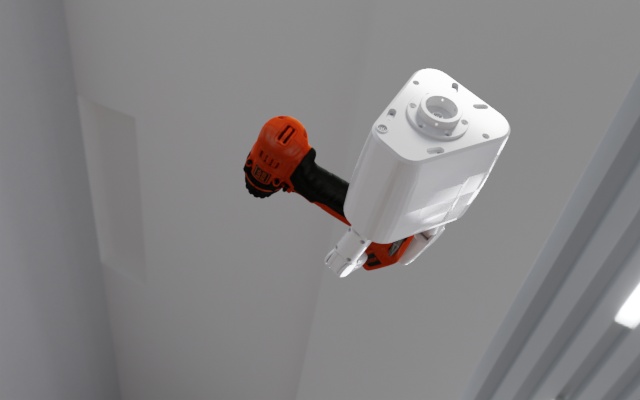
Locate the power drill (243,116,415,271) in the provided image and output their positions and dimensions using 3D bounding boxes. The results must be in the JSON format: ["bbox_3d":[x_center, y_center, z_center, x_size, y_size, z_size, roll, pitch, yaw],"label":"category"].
[{"bbox_3d":[0.001,0.002,0.517,0.187,0.057,0.184,35,-18,-4],"label":"power drill"}]
